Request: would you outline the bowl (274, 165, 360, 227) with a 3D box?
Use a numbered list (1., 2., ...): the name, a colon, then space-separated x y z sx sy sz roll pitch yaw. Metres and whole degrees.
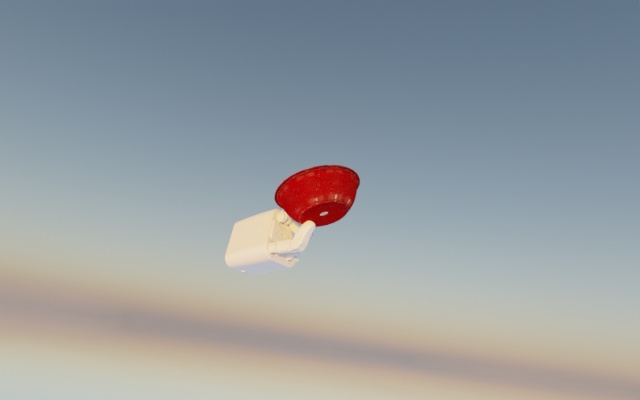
1. bowl: 0.001 0.003 0.867 0.162 0.055 0.162 -11 -29 -6
